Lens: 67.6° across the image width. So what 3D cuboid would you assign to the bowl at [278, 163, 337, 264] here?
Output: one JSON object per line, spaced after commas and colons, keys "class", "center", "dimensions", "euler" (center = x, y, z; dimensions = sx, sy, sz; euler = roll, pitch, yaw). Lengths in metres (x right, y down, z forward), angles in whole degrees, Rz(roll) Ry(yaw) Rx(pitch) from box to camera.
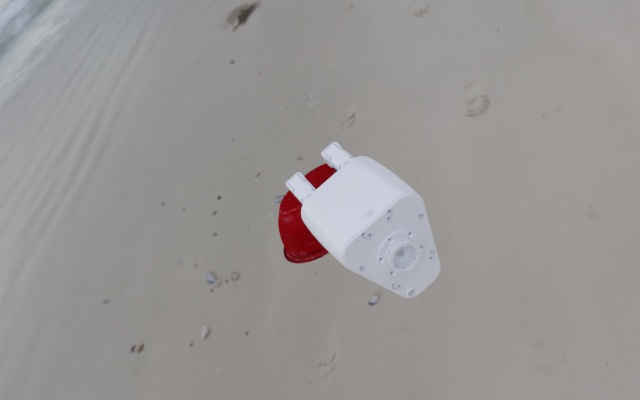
{"class": "bowl", "center": [-0.001, 0.002, 0.605], "dimensions": [0.162, 0.055, 0.162], "euler": [-35, 21, 16]}
